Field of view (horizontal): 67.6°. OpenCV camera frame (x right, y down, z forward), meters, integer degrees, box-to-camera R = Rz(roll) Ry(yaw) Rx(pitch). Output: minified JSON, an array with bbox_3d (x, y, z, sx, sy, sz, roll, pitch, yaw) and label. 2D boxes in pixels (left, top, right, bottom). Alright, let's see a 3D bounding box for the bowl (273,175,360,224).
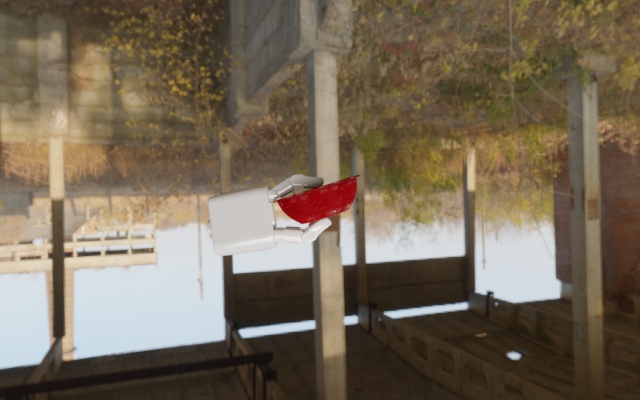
[{"bbox_3d":[0.002,0.003,0.850,0.162,0.055,0.162,-18,1,0],"label":"bowl"}]
